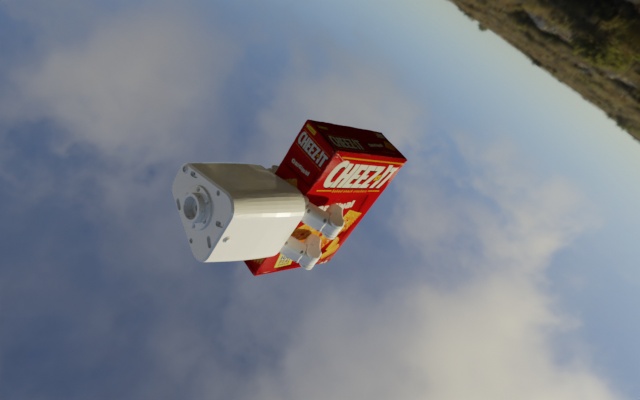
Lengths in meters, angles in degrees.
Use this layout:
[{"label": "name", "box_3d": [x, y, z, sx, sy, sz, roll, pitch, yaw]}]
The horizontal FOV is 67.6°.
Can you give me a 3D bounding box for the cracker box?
[{"label": "cracker box", "box_3d": [0.000, 0.002, 0.658, 0.164, 0.214, 0.072, -2, 44, -50]}]
